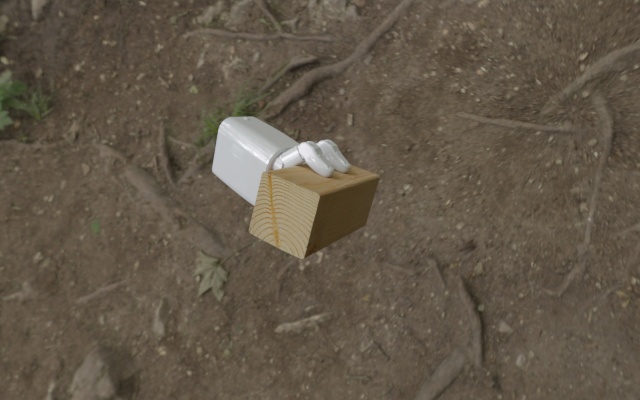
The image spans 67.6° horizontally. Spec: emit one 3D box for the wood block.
[{"bbox_3d":[0.000,0.002,0.690,0.090,0.091,0.206,23,19,23],"label":"wood block"}]
